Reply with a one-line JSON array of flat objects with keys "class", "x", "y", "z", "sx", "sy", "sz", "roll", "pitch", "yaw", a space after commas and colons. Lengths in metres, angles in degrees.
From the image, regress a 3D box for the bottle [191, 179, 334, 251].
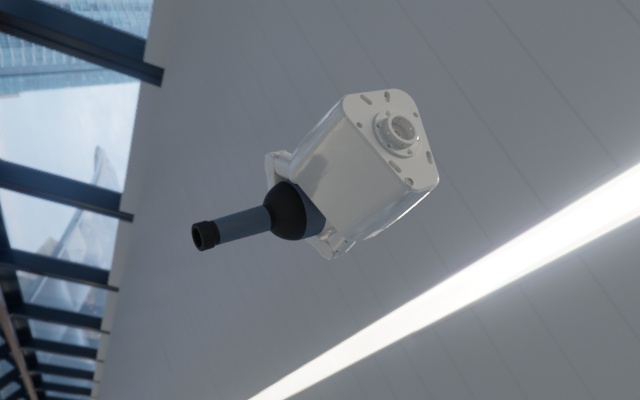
[{"class": "bottle", "x": 0.000, "y": 0.002, "z": 0.531, "sx": 0.295, "sy": 0.069, "sz": 0.069, "roll": -16, "pitch": 9, "yaw": -35}]
